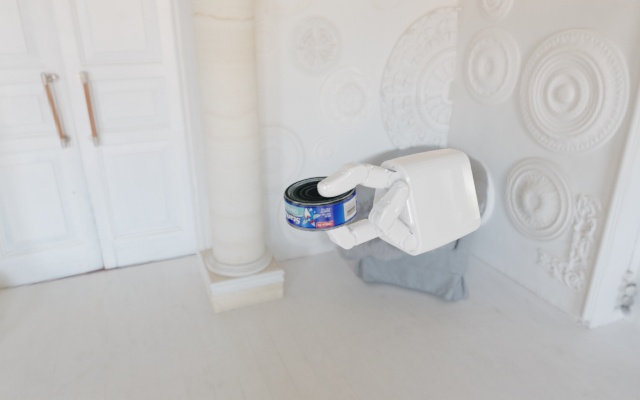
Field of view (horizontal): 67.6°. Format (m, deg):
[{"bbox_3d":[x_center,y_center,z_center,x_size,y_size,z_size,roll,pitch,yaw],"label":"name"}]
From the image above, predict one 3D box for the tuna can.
[{"bbox_3d":[0.000,0.001,0.557,0.086,0.034,0.086,-5,24,2],"label":"tuna can"}]
